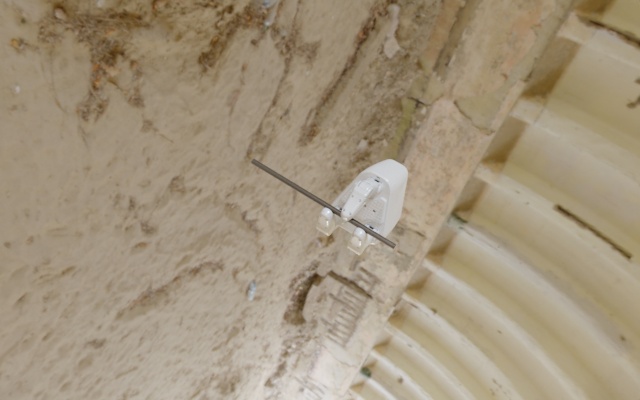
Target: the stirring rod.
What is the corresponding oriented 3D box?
[{"bbox_3d":[0.000,0.002,0.672,0.239,0.011,0.011,31,9,15],"label":"stirring rod"}]
